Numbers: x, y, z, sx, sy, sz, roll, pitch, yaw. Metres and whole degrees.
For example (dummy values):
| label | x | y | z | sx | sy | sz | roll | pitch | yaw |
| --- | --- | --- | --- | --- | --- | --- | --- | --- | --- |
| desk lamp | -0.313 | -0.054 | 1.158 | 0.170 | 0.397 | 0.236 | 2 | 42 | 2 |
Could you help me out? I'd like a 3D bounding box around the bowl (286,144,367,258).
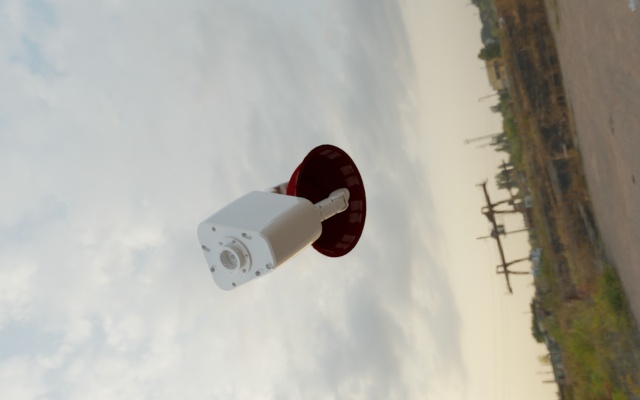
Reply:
| label | x | y | z | sx | sy | sz | roll | pitch | yaw |
| --- | --- | --- | --- | --- | --- | --- | --- | --- | --- |
| bowl | 0.001 | 0.002 | 0.694 | 0.055 | 0.162 | 0.162 | -6 | -4 | 40 |
